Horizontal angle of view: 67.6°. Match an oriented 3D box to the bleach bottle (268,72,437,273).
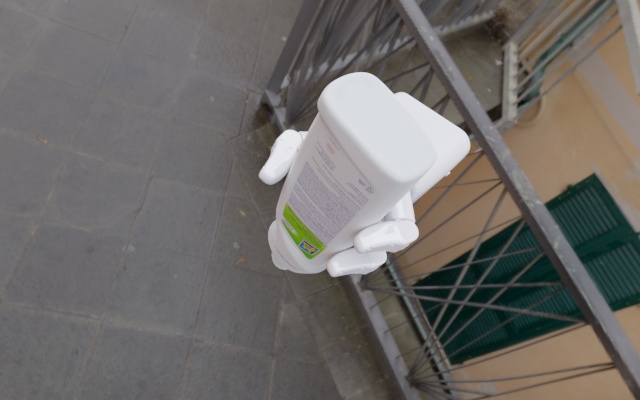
[{"bbox_3d":[0.000,0.002,0.455,0.068,0.102,0.251,-33,-11,-36],"label":"bleach bottle"}]
